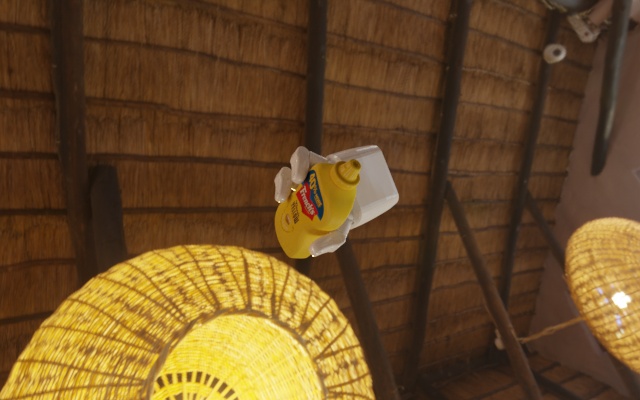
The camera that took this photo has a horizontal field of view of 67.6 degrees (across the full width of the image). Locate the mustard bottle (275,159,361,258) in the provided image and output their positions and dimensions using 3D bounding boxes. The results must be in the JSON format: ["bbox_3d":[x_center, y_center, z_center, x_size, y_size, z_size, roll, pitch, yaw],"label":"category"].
[{"bbox_3d":[0.000,0.002,0.687,0.058,0.096,0.192,7,-35,-31],"label":"mustard bottle"}]
